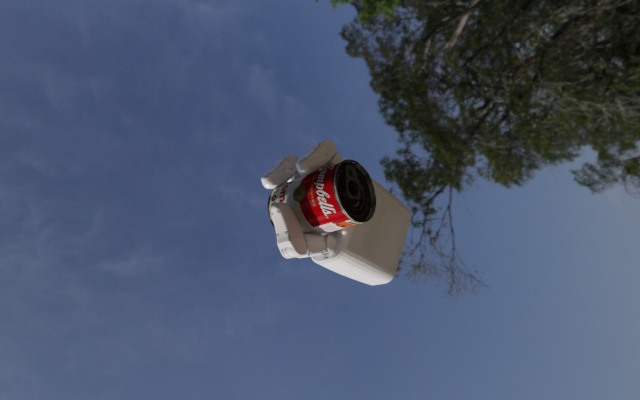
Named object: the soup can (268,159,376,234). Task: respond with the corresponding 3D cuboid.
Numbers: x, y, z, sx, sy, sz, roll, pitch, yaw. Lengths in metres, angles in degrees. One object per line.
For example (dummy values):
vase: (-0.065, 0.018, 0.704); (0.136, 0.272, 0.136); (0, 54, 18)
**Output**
soup can: (0.000, 0.002, 0.522); (0.102, 0.068, 0.068); (-17, -11, 39)
